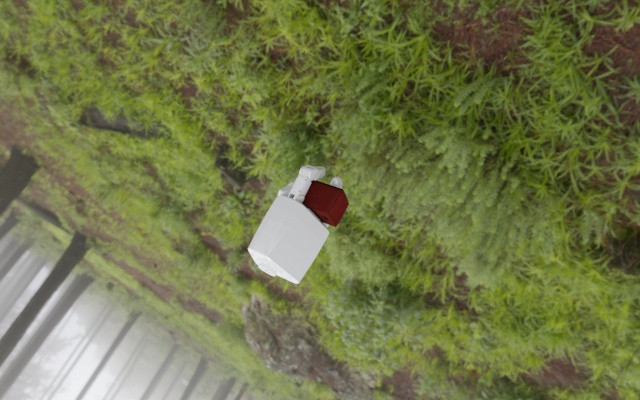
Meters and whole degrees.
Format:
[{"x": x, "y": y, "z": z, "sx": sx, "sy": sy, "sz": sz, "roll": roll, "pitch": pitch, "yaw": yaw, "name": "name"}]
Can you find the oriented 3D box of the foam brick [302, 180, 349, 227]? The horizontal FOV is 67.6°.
[{"x": 0.000, "y": 0.003, "z": 0.811, "sx": 0.078, "sy": 0.051, "sz": 0.053, "roll": 19, "pitch": -22, "yaw": 28, "name": "foam brick"}]
